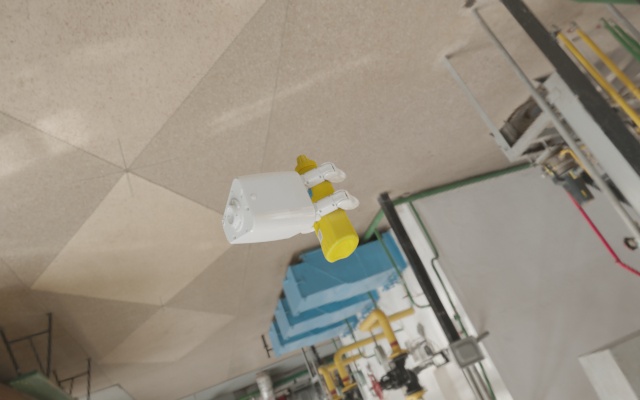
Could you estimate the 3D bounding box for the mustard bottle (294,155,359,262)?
[{"bbox_3d":[0.001,0.003,0.811,0.058,0.191,0.096,-19,-25,-13],"label":"mustard bottle"}]
